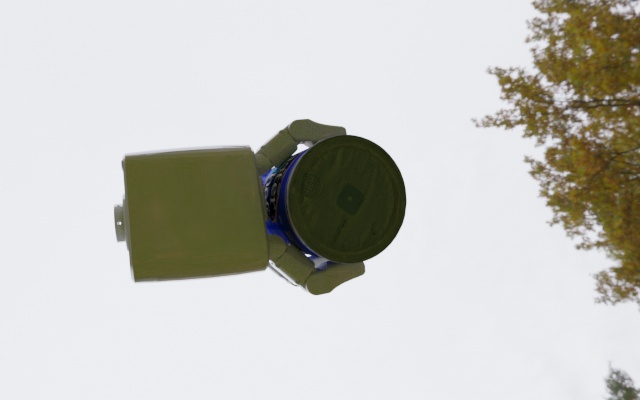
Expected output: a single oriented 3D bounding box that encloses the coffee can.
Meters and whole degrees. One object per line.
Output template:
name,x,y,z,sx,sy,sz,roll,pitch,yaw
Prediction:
coffee can,0.000,0.001,0.442,0.103,0.103,0.140,0,-2,-20
